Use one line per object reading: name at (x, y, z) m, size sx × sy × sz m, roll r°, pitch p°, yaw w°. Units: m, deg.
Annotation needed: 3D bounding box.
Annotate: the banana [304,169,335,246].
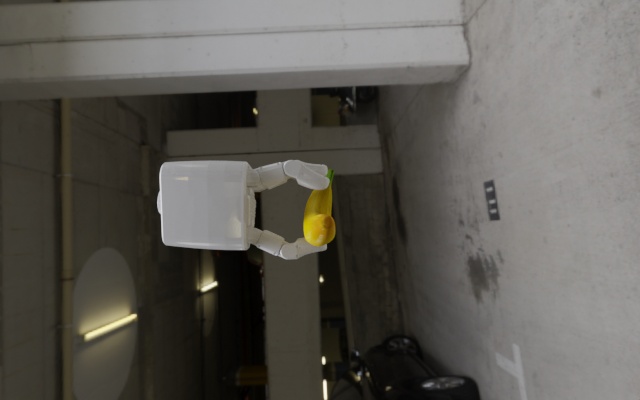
banana at (-0.002, 0.018, 0.602) m, size 0.037 × 0.070 × 0.197 m, roll 6°, pitch 20°, yaw -2°
